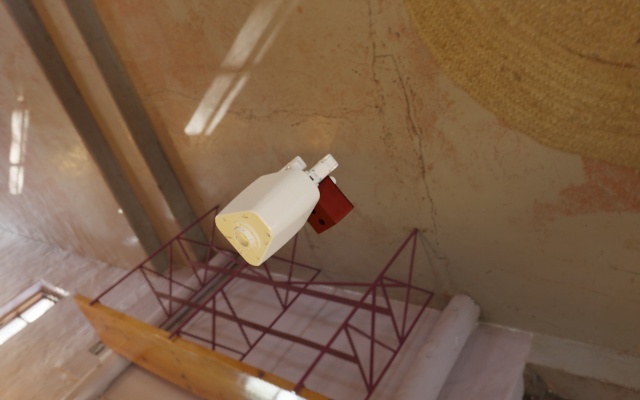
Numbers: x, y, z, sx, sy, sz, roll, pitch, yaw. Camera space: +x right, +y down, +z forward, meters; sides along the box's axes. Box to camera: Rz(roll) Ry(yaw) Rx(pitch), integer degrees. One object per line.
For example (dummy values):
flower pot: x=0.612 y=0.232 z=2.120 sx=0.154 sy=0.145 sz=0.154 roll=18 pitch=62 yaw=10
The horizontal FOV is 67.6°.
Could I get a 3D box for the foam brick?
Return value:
foam brick: x=0.000 y=0.003 z=0.728 sx=0.051 sy=0.078 sz=0.053 roll=-45 pitch=7 yaw=-40
